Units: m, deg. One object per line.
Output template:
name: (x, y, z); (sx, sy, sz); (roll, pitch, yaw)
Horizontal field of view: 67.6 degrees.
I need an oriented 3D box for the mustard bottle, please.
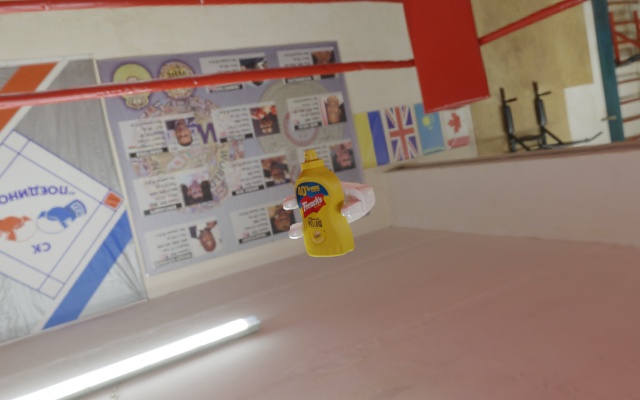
mustard bottle: (0.000, 0.003, 0.860); (0.096, 0.191, 0.058); (-6, 7, 44)
